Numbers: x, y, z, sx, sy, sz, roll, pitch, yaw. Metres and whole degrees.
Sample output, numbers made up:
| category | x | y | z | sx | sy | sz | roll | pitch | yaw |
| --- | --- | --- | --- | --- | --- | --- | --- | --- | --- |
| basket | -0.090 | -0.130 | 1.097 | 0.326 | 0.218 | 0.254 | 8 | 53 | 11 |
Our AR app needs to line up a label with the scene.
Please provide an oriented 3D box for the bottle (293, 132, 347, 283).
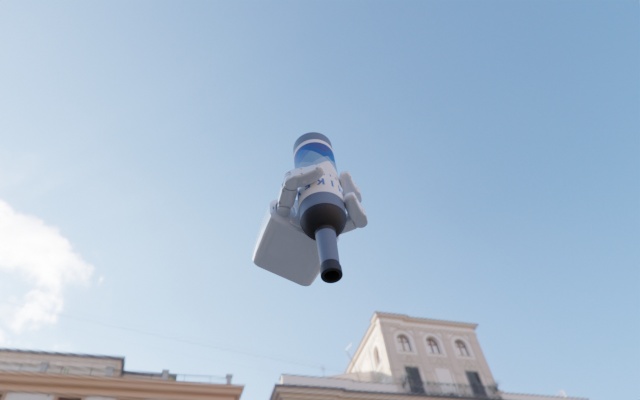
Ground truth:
| category | x | y | z | sx | sy | sz | roll | pitch | yaw |
| --- | --- | --- | --- | --- | --- | --- | --- | --- | --- |
| bottle | 0.000 | 0.002 | 0.697 | 0.069 | 0.069 | 0.295 | 0 | 38 | -7 |
